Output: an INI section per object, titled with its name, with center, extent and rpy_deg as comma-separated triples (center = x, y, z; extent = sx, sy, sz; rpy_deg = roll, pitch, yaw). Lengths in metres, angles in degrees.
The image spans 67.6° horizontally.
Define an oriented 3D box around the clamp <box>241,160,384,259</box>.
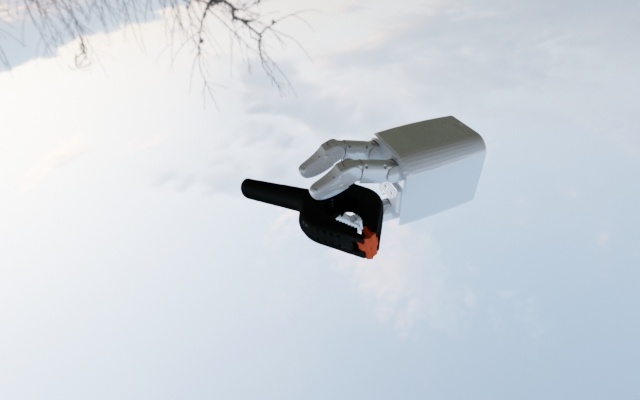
[clamp]
center = 0.001, 0.003, 0.549
extent = 0.164, 0.036, 0.210
rpy_deg = -17, 33, -9
